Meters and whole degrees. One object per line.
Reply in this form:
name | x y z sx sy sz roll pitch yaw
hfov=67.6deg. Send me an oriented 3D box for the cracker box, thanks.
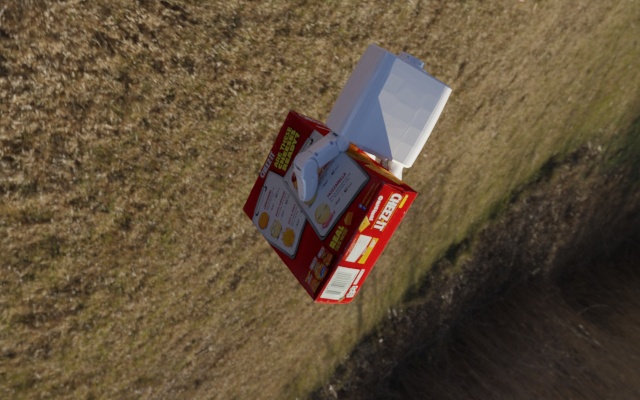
cracker box | 0.000 0.002 0.616 0.072 0.164 0.213 14 21 -41
